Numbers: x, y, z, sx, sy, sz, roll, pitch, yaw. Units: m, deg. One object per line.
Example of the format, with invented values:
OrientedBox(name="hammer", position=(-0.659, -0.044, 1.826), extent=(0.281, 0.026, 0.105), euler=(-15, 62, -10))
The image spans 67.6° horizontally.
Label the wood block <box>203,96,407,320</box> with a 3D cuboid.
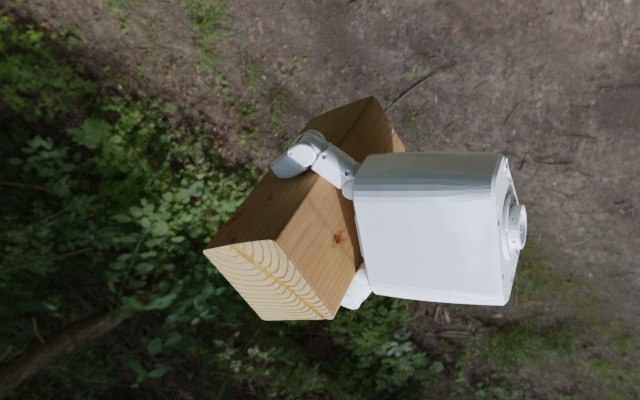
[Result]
OrientedBox(name="wood block", position=(0.000, 0.001, 0.449), extent=(0.090, 0.091, 0.206), euler=(-13, 32, 41))
